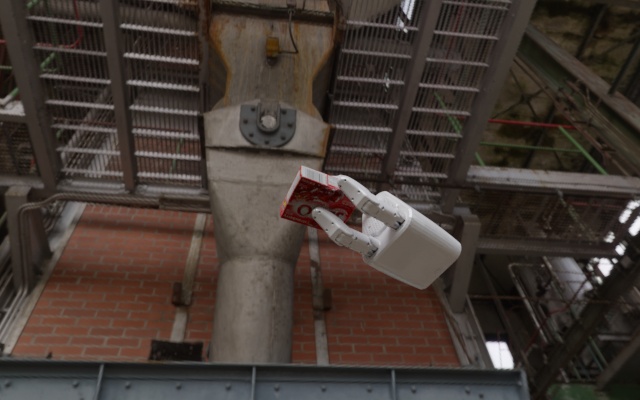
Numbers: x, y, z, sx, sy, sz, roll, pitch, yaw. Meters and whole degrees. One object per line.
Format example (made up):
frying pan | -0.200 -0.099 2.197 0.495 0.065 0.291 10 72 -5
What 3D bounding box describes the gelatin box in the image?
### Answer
gelatin box | 0.000 0.002 0.640 0.089 0.073 0.030 19 34 -17
